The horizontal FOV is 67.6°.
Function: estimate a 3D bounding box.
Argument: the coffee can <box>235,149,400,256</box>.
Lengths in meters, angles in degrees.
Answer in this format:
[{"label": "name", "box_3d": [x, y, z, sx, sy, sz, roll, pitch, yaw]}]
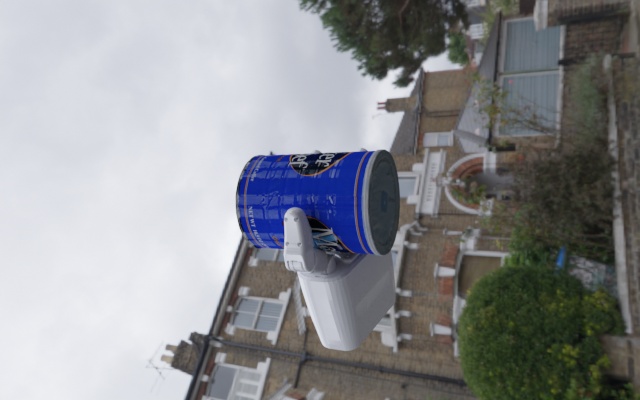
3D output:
[{"label": "coffee can", "box_3d": [0.000, 0.001, 0.489, 0.140, 0.103, 0.103, 0, 0, 25]}]
